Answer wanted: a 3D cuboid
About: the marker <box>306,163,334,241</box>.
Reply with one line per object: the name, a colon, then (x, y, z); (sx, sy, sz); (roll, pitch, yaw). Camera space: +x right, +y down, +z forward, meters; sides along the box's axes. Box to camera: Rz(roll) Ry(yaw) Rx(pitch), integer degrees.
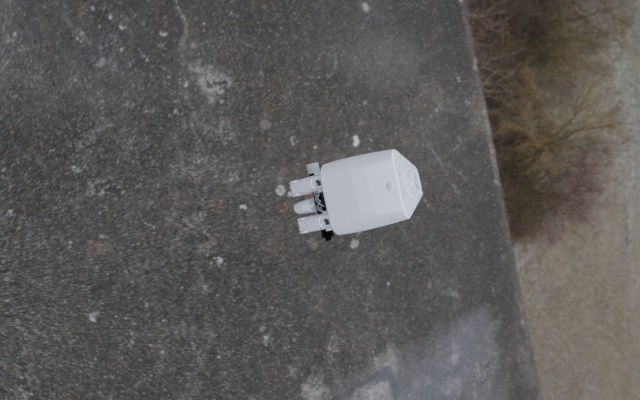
marker: (0.000, 0.002, 0.734); (0.020, 0.121, 0.020); (-12, -1, 0)
